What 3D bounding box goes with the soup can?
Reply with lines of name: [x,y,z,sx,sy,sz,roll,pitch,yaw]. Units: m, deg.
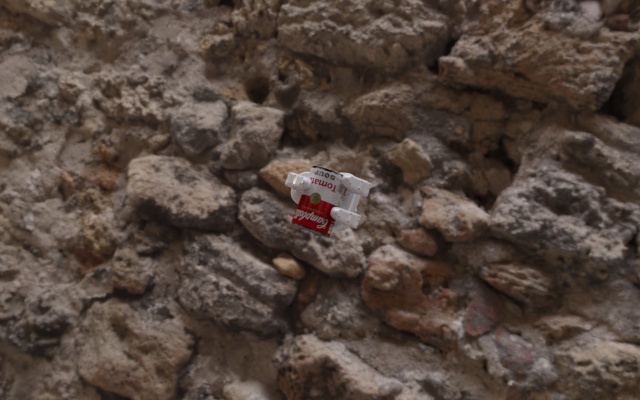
soup can: [0.000,0.002,0.773,0.068,0.102,0.068,20,-4,2]
